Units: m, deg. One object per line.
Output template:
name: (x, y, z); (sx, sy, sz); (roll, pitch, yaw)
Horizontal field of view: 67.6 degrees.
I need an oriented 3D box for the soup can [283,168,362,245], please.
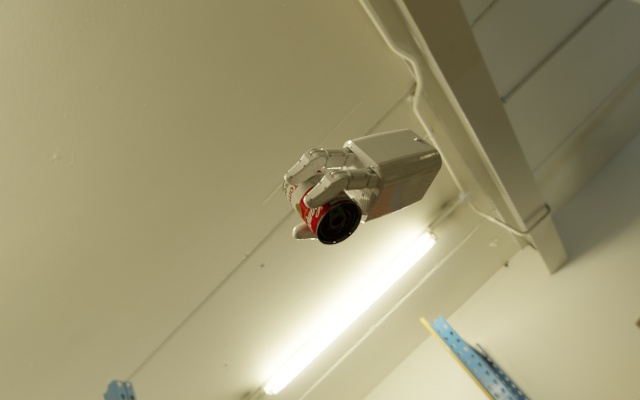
soup can: (0.000, 0.002, 0.644); (0.068, 0.068, 0.102); (0, 34, -36)
